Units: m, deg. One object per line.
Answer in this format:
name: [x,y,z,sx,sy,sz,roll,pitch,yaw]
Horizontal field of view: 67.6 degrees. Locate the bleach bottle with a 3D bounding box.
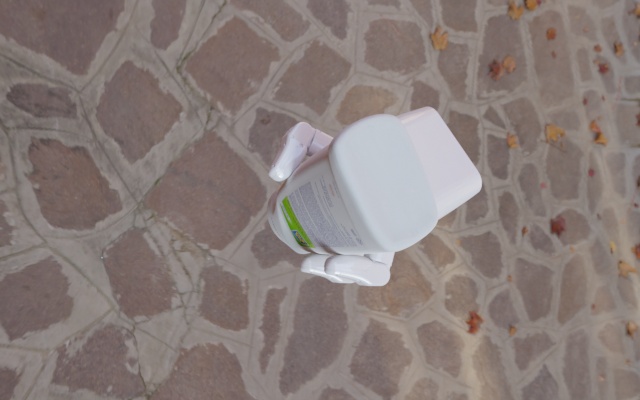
bleach bottle: [0.000,0.002,0.453,0.068,0.102,0.251,-27,5,-25]
